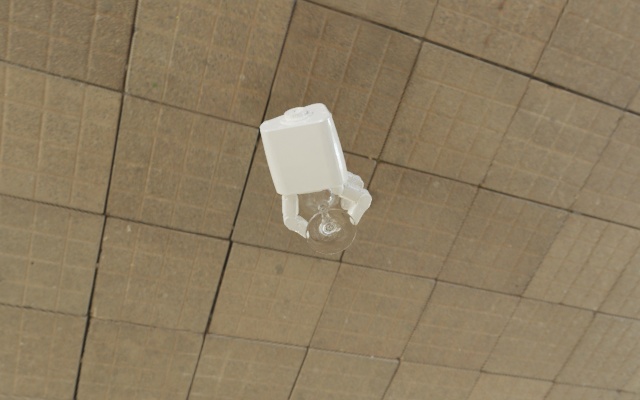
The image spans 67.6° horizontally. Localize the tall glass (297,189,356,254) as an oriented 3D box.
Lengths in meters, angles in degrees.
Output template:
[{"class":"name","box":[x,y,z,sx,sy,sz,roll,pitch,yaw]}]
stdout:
[{"class":"tall glass","box":[0.000,0.003,0.773,0.079,0.079,0.201,0,25,-10]}]
